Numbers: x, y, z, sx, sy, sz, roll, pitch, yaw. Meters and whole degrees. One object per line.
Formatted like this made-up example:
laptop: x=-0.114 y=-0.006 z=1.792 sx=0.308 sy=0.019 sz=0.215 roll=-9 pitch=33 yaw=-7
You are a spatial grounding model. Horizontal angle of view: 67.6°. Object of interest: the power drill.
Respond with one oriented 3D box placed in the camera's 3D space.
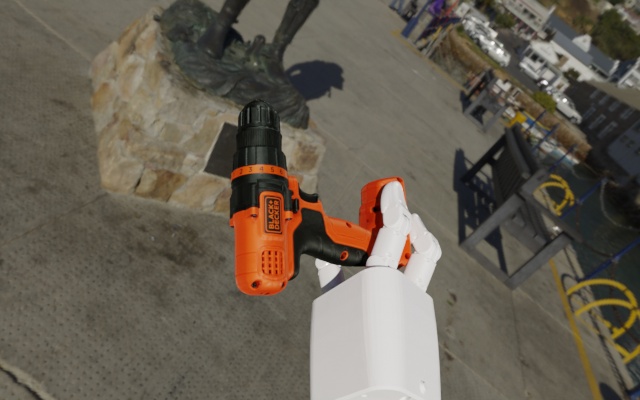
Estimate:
power drill: x=0.001 y=0.002 z=0.474 sx=0.187 sy=0.184 sz=0.057 roll=8 pitch=-18 yaw=-32
